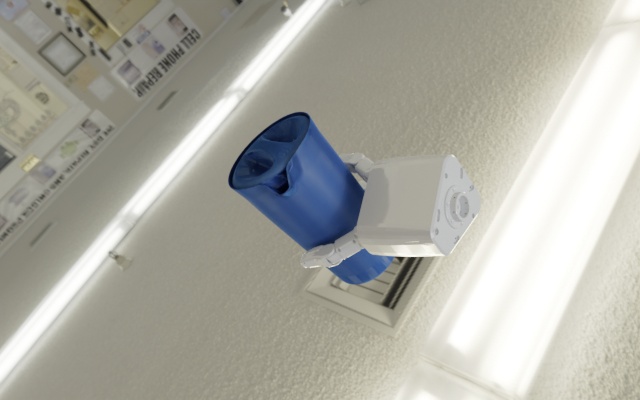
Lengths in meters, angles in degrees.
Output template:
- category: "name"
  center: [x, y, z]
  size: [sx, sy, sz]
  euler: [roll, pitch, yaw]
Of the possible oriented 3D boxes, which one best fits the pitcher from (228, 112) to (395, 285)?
- category: "pitcher"
  center: [0.000, 0.002, 0.662]
  size: [0.145, 0.149, 0.243]
  euler: [-5, -43, 46]
